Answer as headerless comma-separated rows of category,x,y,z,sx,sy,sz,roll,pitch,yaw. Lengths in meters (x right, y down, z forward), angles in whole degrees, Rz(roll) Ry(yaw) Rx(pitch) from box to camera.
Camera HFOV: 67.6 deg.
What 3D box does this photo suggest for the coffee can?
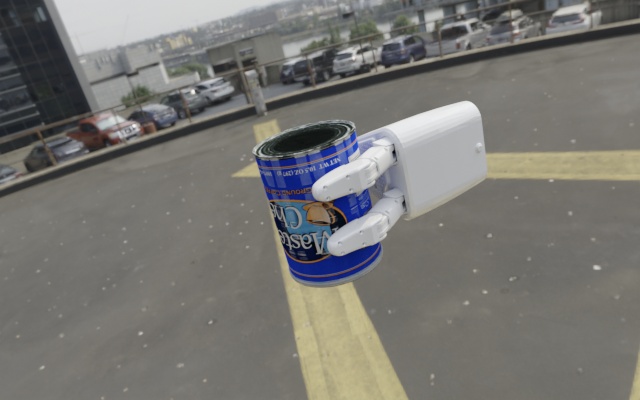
coffee can,0.000,0.002,0.485,0.103,0.140,0.102,-13,22,5
